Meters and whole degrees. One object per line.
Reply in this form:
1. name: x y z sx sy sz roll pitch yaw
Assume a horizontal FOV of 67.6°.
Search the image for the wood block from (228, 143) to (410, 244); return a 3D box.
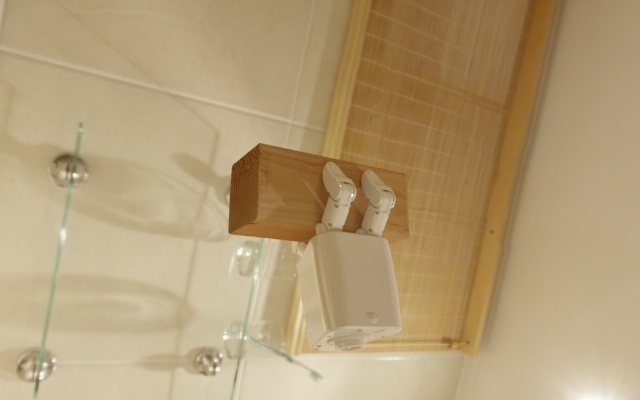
1. wood block: 0.000 0.002 0.593 0.206 0.090 0.091 9 -19 -30
